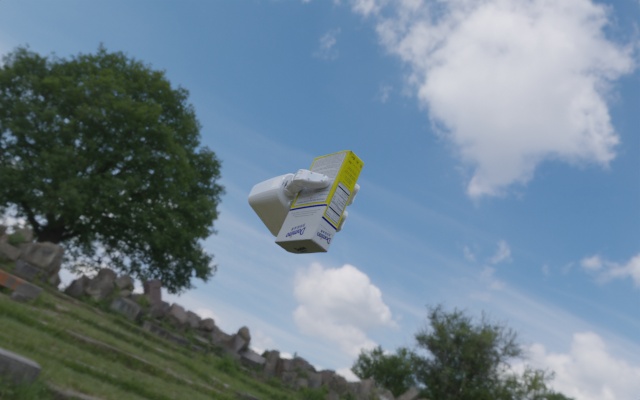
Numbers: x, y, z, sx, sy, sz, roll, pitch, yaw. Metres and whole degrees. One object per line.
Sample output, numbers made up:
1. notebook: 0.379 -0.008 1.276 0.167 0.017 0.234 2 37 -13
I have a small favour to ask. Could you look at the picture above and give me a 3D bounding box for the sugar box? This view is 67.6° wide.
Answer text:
1. sugar box: 0.000 0.003 0.781 0.093 0.176 0.048 -8 -39 47
